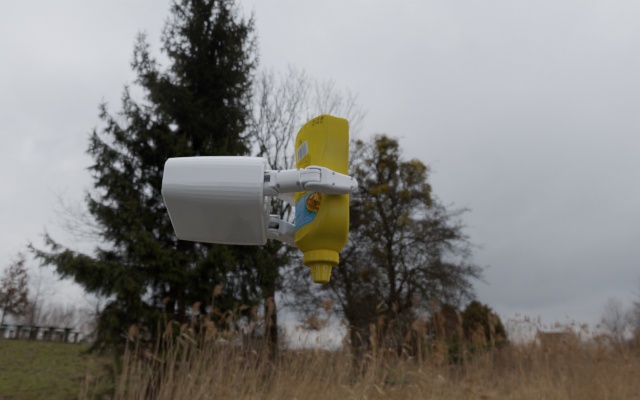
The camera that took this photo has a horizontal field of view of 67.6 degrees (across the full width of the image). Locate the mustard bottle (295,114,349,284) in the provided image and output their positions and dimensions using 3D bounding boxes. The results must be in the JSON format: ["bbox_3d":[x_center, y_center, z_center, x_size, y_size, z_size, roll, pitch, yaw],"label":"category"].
[{"bbox_3d":[0.000,0.002,0.566,0.058,0.191,0.096,10,-22,-24],"label":"mustard bottle"}]
